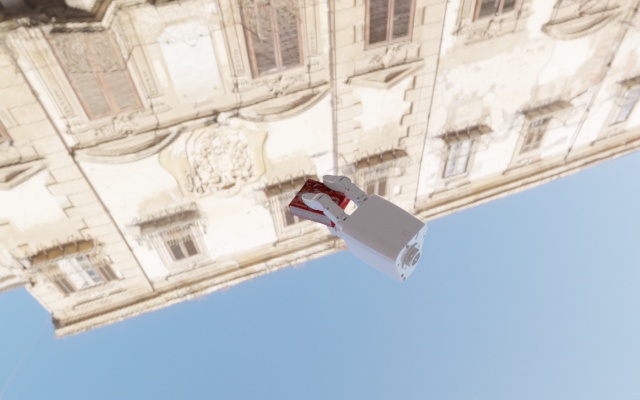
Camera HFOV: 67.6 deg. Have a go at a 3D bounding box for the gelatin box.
[{"bbox_3d":[0.000,0.003,0.841,0.089,0.030,0.073,16,50,26],"label":"gelatin box"}]
